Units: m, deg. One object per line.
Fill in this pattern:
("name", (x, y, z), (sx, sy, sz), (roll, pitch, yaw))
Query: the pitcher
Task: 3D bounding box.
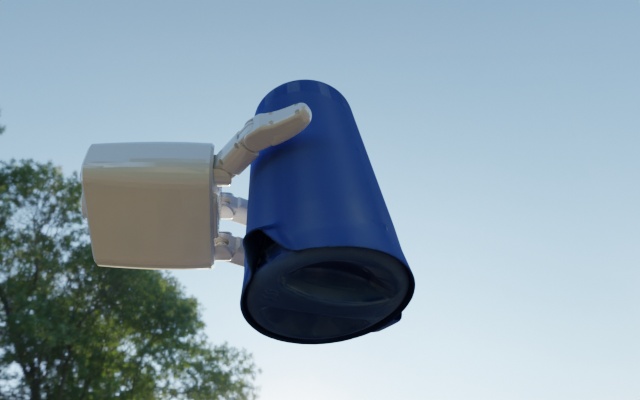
("pitcher", (0.000, 0.001, 0.446), (0.145, 0.242, 0.149), (-1, -45, -7))
